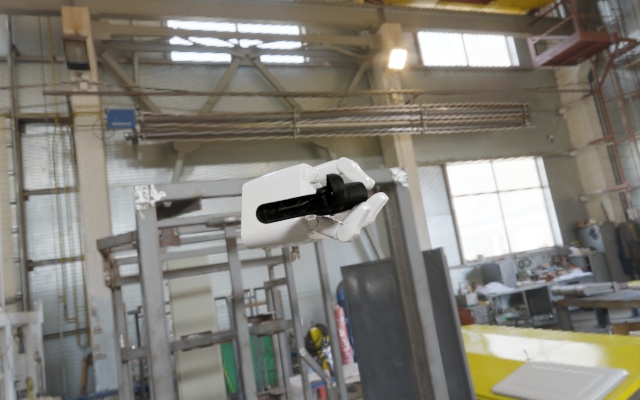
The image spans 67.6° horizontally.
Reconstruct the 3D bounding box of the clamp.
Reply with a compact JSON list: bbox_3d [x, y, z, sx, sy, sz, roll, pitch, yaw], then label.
[{"bbox_3d":[0.000,0.001,0.605,0.120,0.039,0.171,-15,-11,22],"label":"clamp"}]
